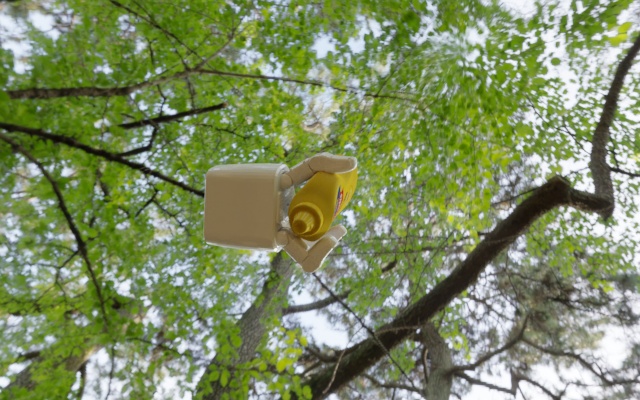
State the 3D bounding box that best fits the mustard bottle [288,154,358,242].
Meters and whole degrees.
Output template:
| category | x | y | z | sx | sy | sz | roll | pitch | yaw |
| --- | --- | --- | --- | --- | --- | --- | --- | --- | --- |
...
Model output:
| category | x | y | z | sx | sy | sz | roll | pitch | yaw |
| --- | --- | --- | --- | --- | --- | --- | --- | --- | --- |
| mustard bottle | 0.000 | 0.002 | 0.640 | 0.058 | 0.096 | 0.191 | 26 | 22 | 7 |
